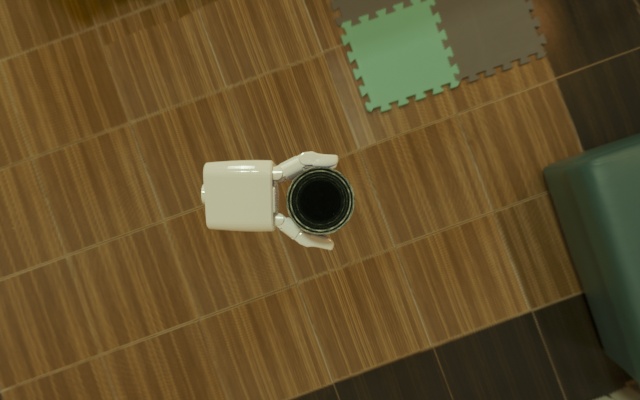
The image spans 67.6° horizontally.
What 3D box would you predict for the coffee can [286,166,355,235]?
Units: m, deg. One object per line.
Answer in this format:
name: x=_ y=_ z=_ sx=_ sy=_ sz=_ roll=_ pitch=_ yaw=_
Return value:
coffee can: x=0.000 y=0.003 z=0.774 sx=0.103 sy=0.103 sz=0.140 roll=0 pitch=-2 yaw=0
